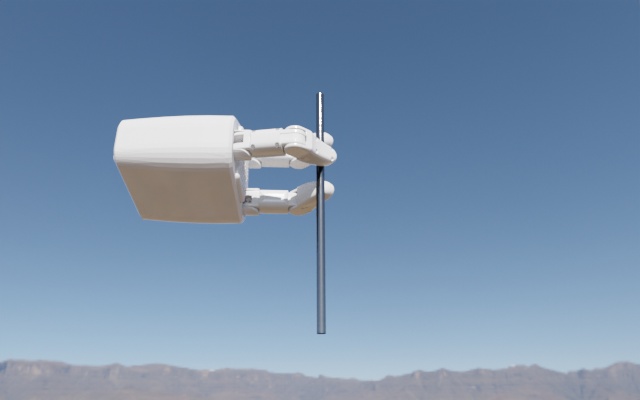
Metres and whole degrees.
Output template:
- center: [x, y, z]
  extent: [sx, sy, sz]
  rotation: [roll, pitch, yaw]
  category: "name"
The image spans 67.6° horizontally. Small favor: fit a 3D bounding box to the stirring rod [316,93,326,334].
- center: [0.000, 0.002, 0.449]
  extent: [0.011, 0.239, 0.011]
  rotation: [0, -22, 0]
  category: "stirring rod"
